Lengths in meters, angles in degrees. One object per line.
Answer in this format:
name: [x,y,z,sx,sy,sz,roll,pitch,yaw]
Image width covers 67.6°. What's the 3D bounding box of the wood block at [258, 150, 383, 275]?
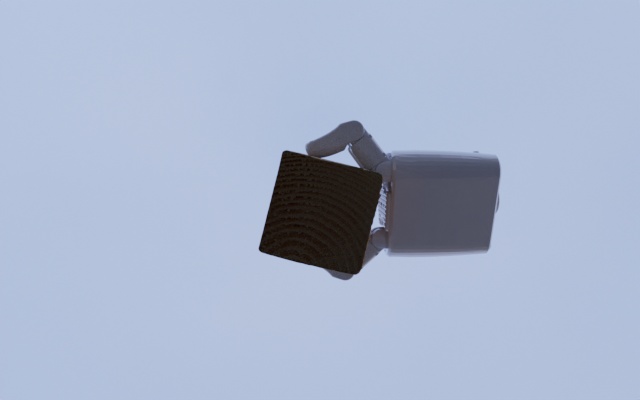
wood block: [0.000,0.002,0.498,0.090,0.091,0.206,13,5,-1]
